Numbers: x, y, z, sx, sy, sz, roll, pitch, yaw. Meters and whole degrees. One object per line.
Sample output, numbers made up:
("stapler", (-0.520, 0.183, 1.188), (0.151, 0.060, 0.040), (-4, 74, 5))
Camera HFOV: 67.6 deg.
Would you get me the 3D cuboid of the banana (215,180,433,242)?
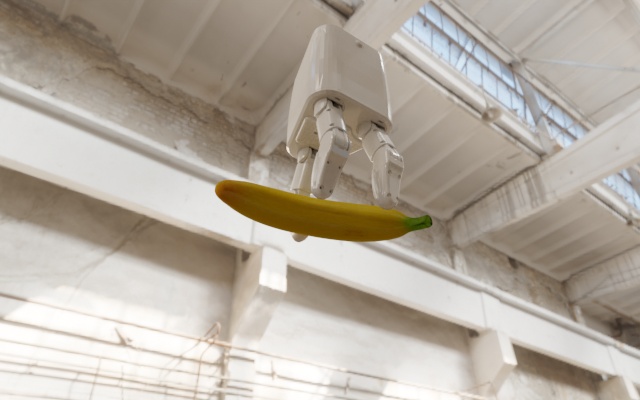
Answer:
("banana", (0.000, 0.011, 0.454), (0.198, 0.037, 0.070), (7, -29, -7))
